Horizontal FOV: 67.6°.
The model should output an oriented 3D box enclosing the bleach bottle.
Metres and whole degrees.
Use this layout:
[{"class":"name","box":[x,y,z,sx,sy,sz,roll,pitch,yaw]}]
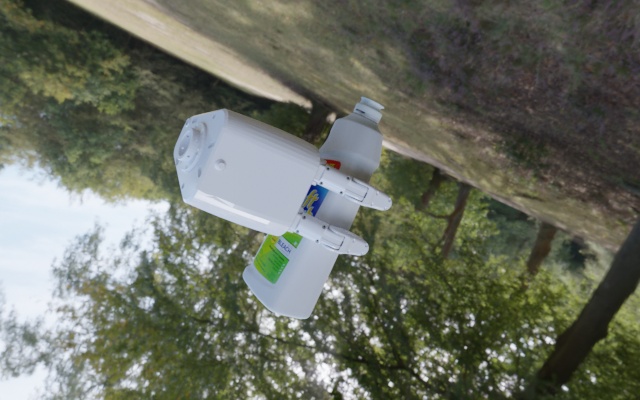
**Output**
[{"class":"bleach bottle","box":[0.000,0.002,0.545,0.068,0.251,0.102,21,7,-34]}]
